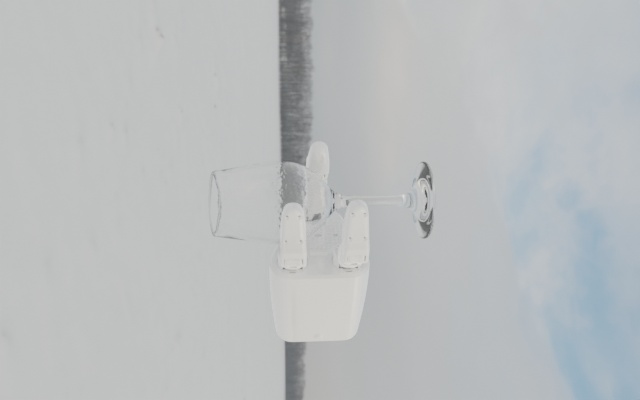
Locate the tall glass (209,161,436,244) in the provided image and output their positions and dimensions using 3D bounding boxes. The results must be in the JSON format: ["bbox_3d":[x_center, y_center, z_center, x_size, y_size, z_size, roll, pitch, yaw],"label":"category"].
[{"bbox_3d":[0.001,0.001,0.452,0.201,0.079,0.079,-1,0,-4],"label":"tall glass"}]
